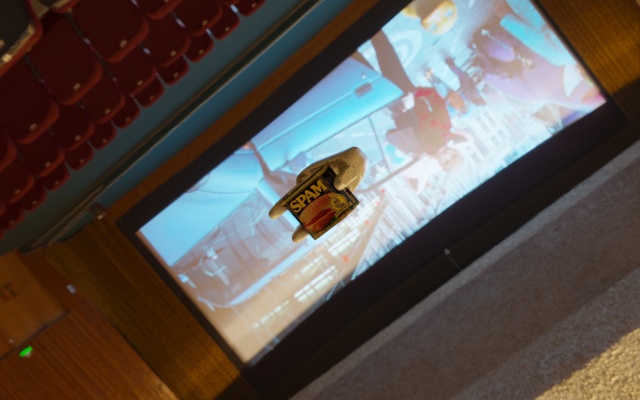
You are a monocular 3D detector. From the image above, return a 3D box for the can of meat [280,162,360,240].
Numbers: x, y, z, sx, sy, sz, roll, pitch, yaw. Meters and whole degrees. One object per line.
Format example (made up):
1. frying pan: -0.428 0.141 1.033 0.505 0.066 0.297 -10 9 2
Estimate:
1. can of meat: 0.000 0.003 0.771 0.102 0.084 0.057 -38 6 20
